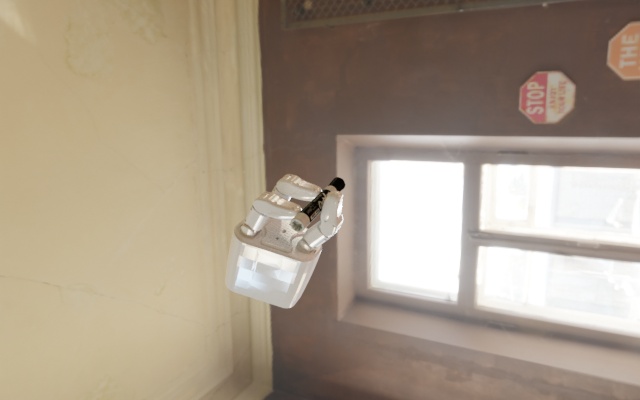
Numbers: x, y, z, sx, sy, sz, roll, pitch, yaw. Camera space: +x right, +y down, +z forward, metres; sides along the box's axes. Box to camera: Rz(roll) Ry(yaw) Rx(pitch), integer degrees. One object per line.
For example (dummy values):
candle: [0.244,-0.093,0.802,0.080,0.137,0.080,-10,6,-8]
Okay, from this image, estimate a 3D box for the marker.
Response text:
marker: [0.000,0.002,0.593,0.020,0.020,0.121,0,27,30]
